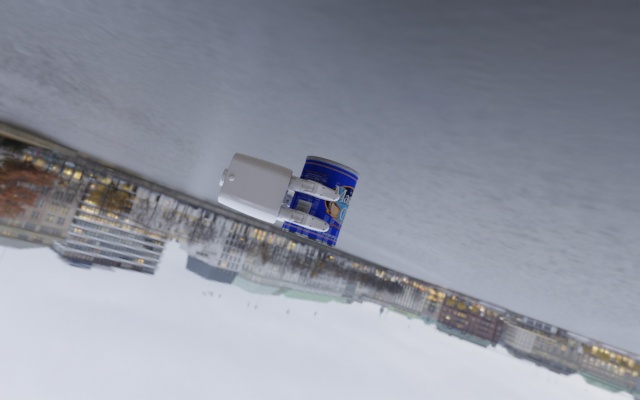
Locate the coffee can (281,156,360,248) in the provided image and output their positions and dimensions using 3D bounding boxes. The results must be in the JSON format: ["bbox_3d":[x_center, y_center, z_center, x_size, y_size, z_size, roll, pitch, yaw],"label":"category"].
[{"bbox_3d":[0.000,0.003,0.862,0.103,0.140,0.103,19,-5,2],"label":"coffee can"}]
